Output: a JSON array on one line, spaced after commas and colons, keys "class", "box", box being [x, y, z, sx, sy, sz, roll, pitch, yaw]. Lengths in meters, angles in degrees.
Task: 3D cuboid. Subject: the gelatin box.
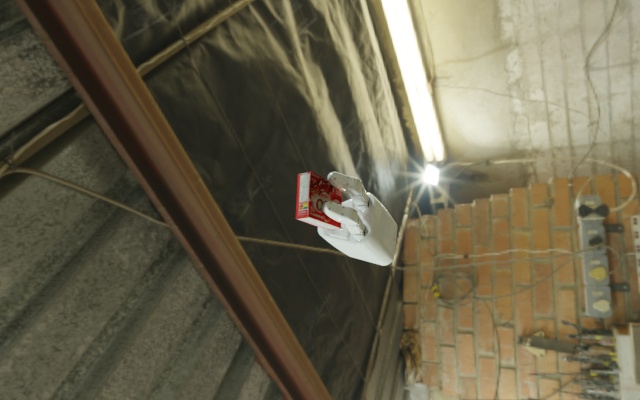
[{"class": "gelatin box", "box": [0.000, 0.002, 0.758, 0.030, 0.073, 0.089, -10, -21, 36]}]
